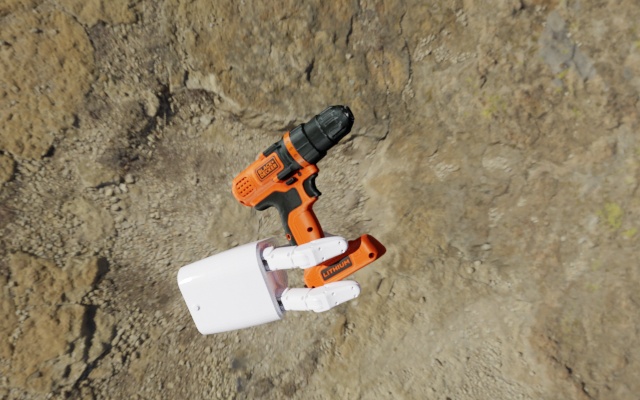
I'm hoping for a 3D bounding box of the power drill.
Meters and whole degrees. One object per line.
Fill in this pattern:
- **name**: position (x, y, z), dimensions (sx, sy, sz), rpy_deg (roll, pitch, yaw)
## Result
- **power drill**: position (0.000, 0.002, 0.580), dimensions (0.184, 0.187, 0.057), rpy_deg (-35, -10, 23)
